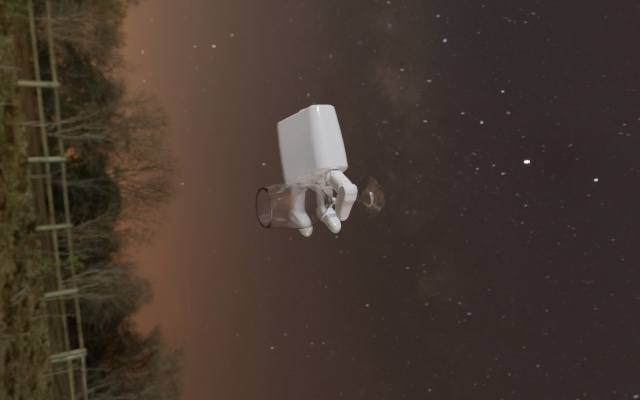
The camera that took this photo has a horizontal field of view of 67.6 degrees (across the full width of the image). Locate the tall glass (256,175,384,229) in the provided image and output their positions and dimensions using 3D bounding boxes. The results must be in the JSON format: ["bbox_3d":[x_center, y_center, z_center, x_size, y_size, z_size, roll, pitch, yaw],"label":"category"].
[{"bbox_3d":[0.001,0.003,0.768,0.201,0.079,0.079,-6,3,-30],"label":"tall glass"}]
